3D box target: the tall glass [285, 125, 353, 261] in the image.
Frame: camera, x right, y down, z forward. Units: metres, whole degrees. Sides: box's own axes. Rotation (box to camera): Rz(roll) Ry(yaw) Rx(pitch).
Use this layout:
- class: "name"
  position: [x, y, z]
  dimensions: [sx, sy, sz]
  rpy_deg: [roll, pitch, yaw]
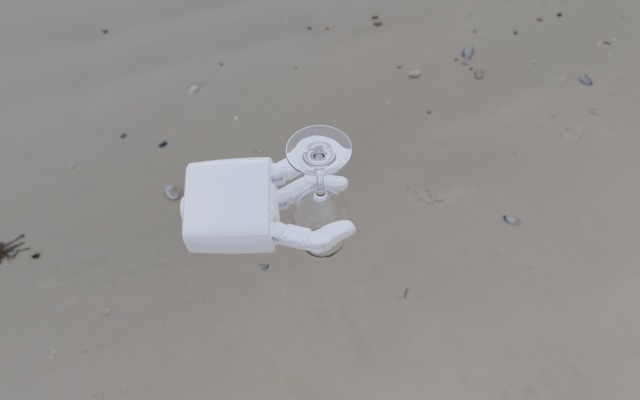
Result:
- class: "tall glass"
  position: [0.000, 0.002, 0.603]
  dimensions: [0.079, 0.079, 0.201]
  rpy_deg: [0, -36, 2]
